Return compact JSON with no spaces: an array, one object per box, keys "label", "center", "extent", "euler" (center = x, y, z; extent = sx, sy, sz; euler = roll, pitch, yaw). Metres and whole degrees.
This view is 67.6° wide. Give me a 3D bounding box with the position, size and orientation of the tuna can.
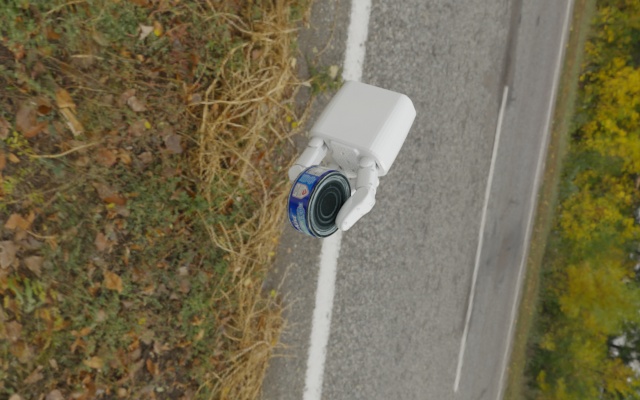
[{"label":"tuna can","center":[0.000,0.002,0.579],"extent":[0.033,0.086,0.086],"euler":[18,11,37]}]
